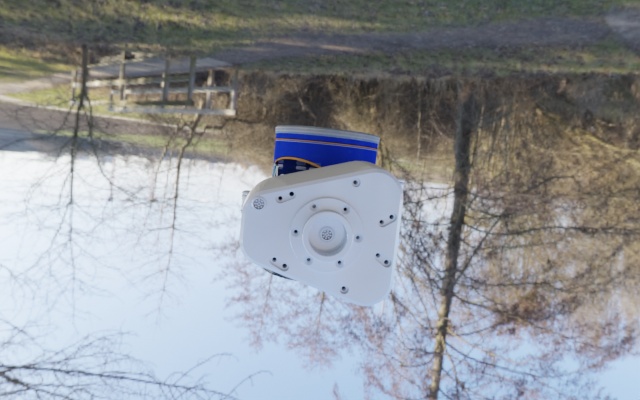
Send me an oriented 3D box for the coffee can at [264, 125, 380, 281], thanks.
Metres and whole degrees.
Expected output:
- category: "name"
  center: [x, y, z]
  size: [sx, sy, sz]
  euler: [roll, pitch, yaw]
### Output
- category: "coffee can"
  center: [0.000, 0.001, 0.475]
  size: [0.103, 0.140, 0.103]
  euler: [6, 5, 0]
